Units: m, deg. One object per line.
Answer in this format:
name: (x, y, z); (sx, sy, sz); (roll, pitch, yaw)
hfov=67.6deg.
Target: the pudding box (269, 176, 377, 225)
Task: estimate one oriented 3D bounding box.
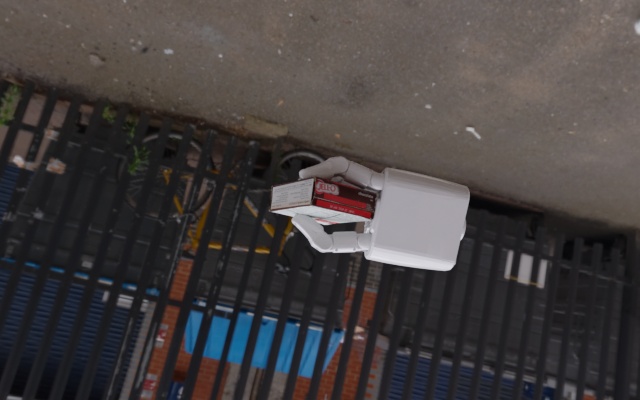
pudding box: (0.000, 0.002, 0.593); (0.090, 0.039, 0.113); (15, -14, -30)
